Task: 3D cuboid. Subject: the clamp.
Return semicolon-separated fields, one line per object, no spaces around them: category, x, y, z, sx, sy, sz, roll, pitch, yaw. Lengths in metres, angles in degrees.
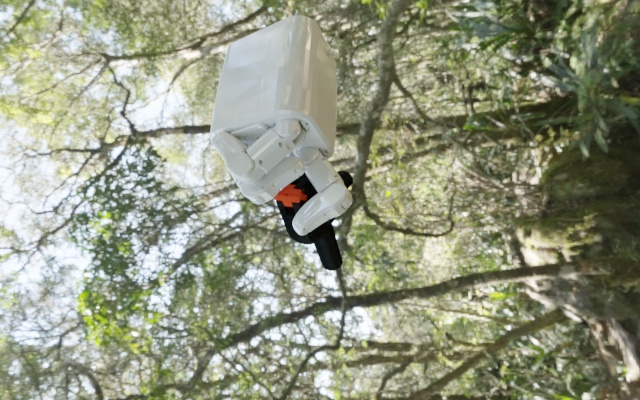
clamp;-0.001;0.002;0.517;0.039;0.120;0.171;0;-20;17
